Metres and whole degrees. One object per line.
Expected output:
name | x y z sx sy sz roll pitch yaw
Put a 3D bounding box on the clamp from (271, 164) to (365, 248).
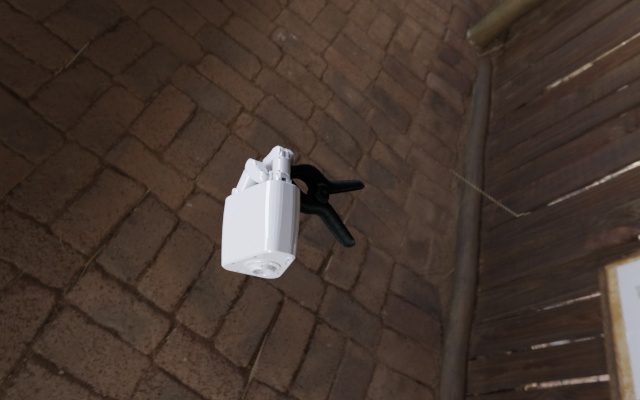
clamp | 0.000 0.002 0.744 0.171 0.120 0.039 18 -31 -30
